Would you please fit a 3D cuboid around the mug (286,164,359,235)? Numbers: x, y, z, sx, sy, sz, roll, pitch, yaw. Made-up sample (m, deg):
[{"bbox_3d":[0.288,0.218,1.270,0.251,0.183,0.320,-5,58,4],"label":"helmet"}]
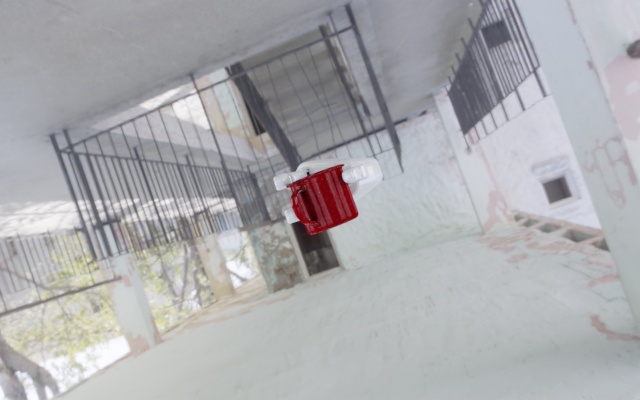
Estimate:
[{"bbox_3d":[-0.001,0.003,0.697,0.093,0.081,0.117,-21,-1,34],"label":"mug"}]
